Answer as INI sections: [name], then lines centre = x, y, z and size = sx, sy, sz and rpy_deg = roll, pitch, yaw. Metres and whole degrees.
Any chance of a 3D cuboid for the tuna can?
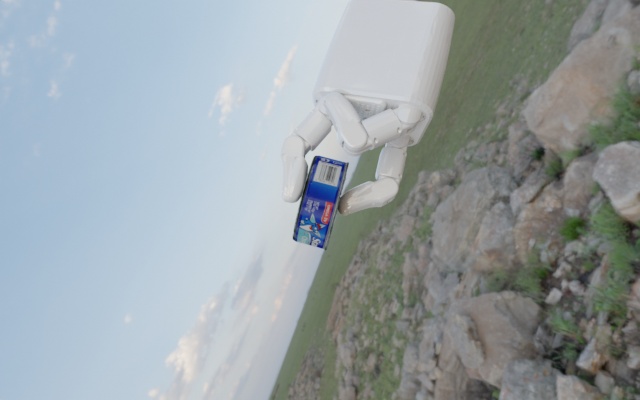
[tuna can]
centre = -0.001, 0.001, 0.451
size = 0.034, 0.086, 0.086
rpy_deg = 15, 0, 1
